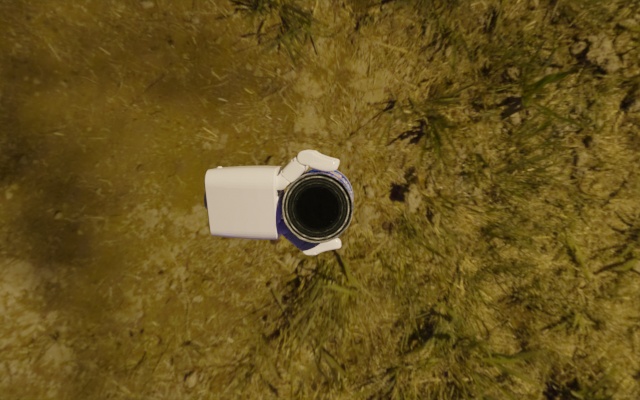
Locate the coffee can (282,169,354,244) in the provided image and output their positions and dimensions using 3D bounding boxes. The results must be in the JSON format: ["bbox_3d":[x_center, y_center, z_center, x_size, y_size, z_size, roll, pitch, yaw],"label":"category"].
[{"bbox_3d":[0.000,0.002,0.744,0.103,0.103,0.140,0,7,4],"label":"coffee can"}]
